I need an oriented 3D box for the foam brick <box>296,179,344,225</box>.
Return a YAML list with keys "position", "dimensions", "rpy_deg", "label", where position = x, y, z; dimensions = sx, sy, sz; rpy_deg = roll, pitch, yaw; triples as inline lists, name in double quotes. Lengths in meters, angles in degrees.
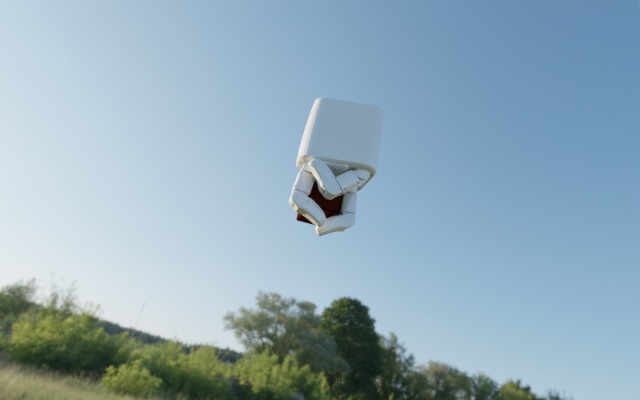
- position: [0.000, 0.003, 0.722]
  dimensions: [0.053, 0.051, 0.078]
  rpy_deg: [16, -22, -9]
  label: "foam brick"
